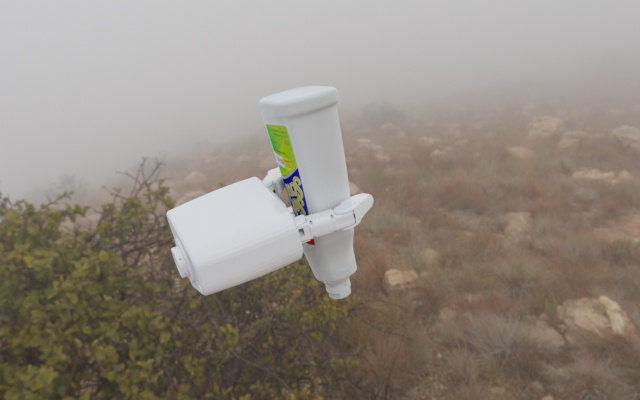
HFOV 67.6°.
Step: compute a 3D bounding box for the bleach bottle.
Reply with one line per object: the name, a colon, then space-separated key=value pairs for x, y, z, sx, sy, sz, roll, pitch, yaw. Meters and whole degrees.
bleach bottle: x=0.000 y=0.002 z=0.544 sx=0.068 sy=0.251 sz=0.102 roll=-21 pitch=21 yaw=-21
